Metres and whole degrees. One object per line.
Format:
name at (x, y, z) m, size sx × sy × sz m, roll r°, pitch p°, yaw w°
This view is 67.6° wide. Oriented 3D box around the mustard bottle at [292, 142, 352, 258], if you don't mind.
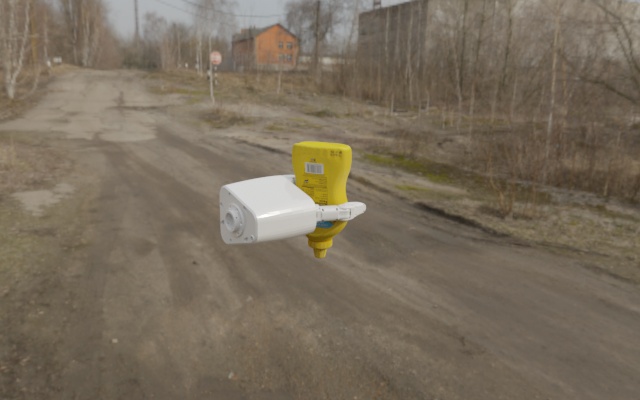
mustard bottle at (0.000, 0.002, 0.784) m, size 0.096 × 0.192 × 0.058 m, roll 8°, pitch 16°, yaw 25°
